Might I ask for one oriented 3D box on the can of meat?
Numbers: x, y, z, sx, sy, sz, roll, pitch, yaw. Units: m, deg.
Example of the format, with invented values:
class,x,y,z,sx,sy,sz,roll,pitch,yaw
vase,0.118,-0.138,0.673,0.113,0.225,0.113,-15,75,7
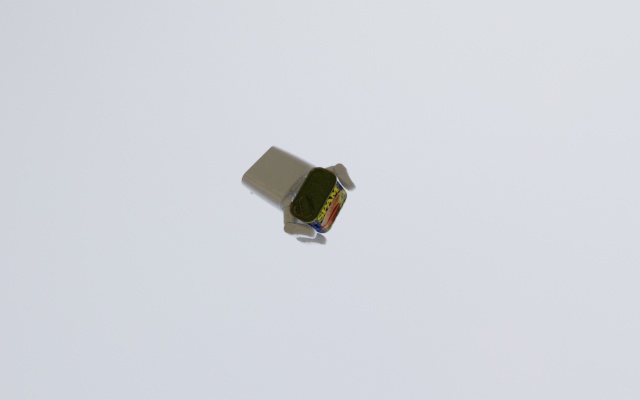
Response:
class,x,y,z,sx,sy,sz,roll,pitch,yaw
can of meat,0.000,0.003,0.865,0.057,0.102,0.084,25,-9,26
